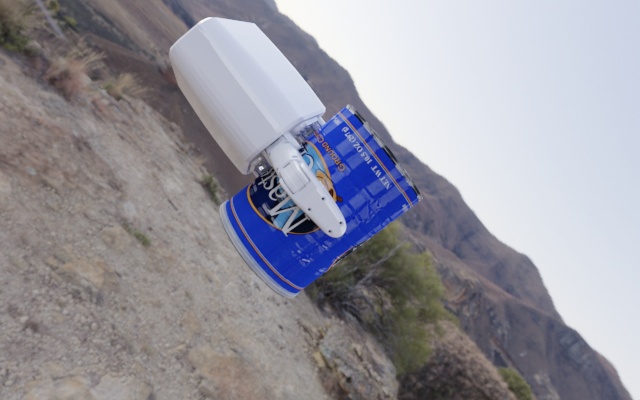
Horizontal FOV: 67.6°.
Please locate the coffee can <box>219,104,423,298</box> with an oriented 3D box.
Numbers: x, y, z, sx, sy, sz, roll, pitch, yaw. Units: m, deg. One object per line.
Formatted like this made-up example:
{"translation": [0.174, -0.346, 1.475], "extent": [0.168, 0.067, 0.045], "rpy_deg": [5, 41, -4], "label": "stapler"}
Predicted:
{"translation": [0.000, 0.002, 0.411], "extent": [0.140, 0.103, 0.103], "rpy_deg": [-38, -5, 6], "label": "coffee can"}
